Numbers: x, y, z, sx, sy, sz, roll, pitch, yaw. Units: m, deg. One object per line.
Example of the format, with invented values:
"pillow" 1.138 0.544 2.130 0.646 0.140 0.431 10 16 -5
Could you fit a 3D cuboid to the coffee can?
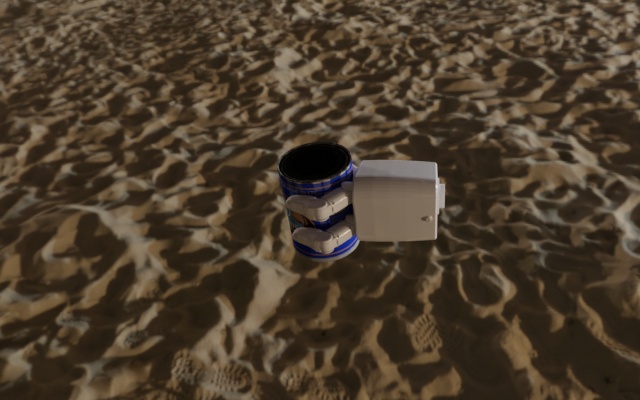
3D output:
"coffee can" 0.000 0.002 0.681 0.103 0.140 0.102 -6 36 4
